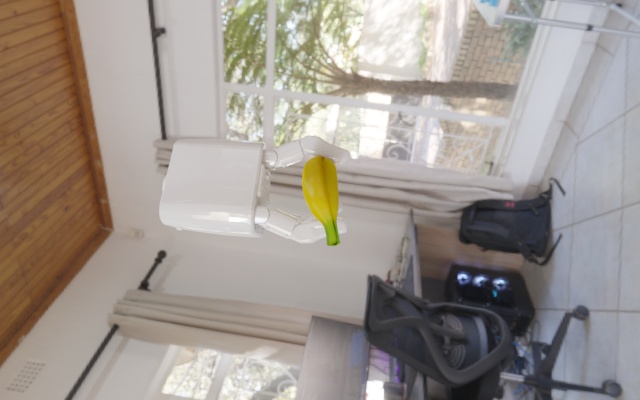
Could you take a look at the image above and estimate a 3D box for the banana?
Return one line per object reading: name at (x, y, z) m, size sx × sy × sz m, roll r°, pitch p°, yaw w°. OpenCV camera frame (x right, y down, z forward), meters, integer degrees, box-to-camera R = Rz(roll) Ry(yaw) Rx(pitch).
banana at (0.000, -0.015, 0.522) m, size 0.037 × 0.070 × 0.197 m, roll -1°, pitch 16°, yaw 1°
